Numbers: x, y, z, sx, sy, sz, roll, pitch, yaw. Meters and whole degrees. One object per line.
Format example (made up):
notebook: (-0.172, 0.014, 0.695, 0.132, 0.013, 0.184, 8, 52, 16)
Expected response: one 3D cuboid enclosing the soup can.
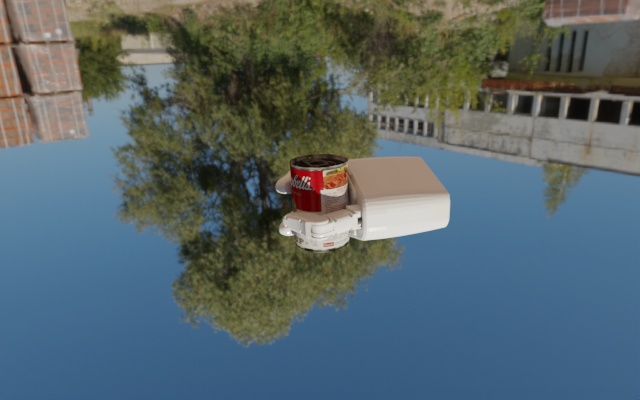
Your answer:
soup can: (0.000, 0.002, 0.564, 0.068, 0.102, 0.068, -2, 18, 1)
